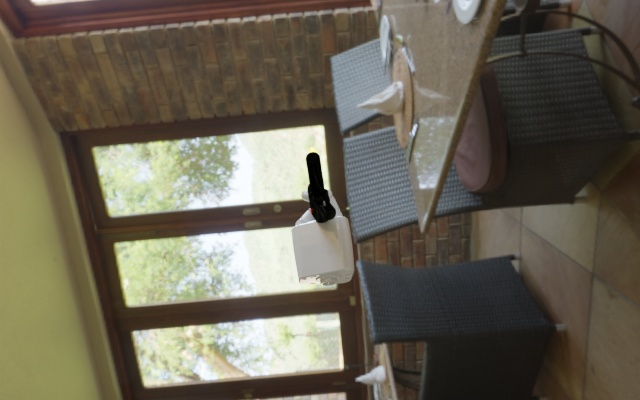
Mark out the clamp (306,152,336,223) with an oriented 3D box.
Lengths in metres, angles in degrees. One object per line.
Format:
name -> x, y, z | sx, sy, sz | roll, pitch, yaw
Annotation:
clamp -> 0.000, 0.003, 0.851 | 0.039, 0.120, 0.171 | -10, -25, -2
